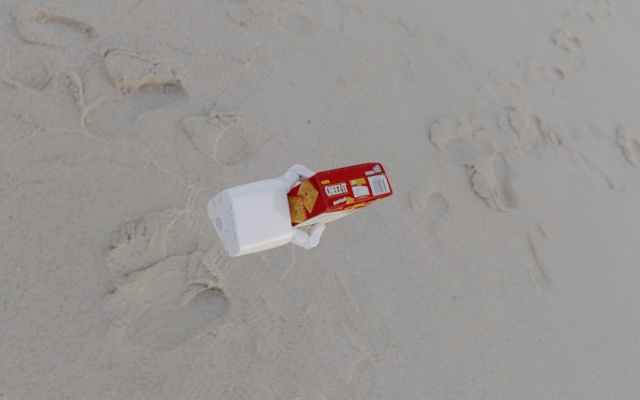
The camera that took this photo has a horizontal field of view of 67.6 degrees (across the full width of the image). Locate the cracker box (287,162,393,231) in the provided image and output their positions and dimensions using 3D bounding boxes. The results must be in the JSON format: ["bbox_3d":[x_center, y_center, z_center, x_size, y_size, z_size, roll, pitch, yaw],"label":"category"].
[{"bbox_3d":[0.000,0.003,0.888,0.164,0.072,0.214,-13,-9,-40],"label":"cracker box"}]
